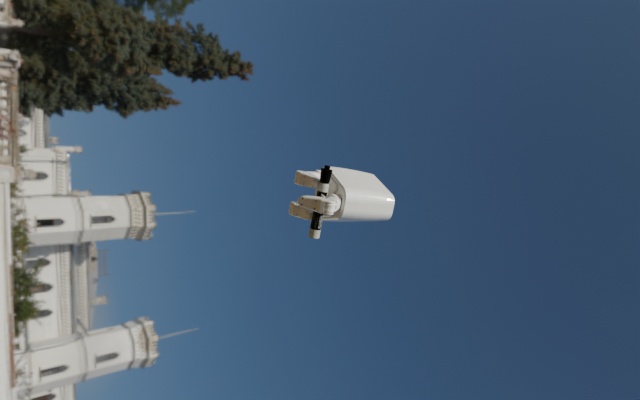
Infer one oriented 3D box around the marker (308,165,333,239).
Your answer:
[{"bbox_3d":[0.000,0.003,0.775,0.020,0.121,0.020,11,12,-2],"label":"marker"}]
